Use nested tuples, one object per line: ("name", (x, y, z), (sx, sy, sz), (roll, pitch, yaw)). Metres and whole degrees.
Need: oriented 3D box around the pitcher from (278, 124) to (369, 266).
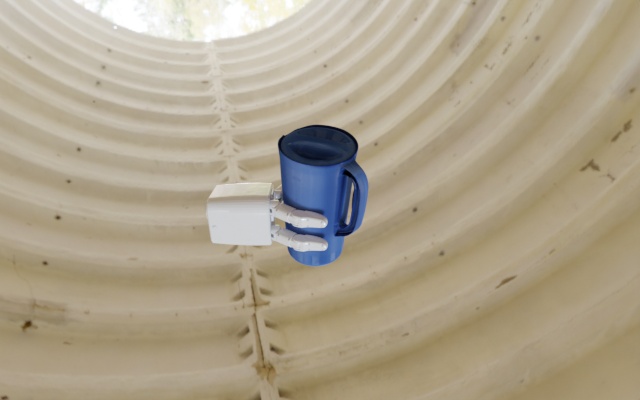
("pitcher", (0.000, 0.003, 0.845), (0.145, 0.243, 0.149), (0, 37, -2))
